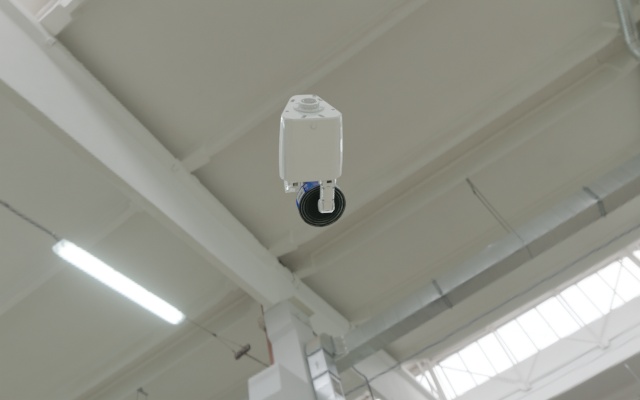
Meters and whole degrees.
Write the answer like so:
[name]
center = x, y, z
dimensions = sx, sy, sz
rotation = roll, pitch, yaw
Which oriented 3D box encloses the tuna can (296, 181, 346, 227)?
[tuna can]
center = 0.000, 0.003, 0.857
dimensions = 0.086, 0.086, 0.033
rotation = 0, 29, -14
